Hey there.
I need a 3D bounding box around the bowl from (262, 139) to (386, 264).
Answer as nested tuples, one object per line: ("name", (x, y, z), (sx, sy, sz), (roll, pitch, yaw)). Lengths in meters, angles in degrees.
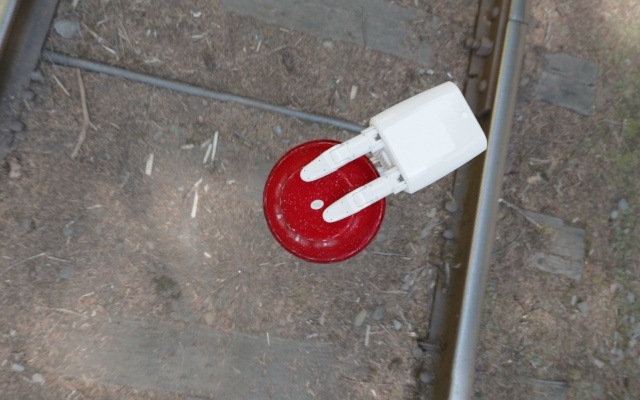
("bowl", (-0.001, 0.003, 0.593), (0.162, 0.162, 0.055), (0, 1, 8))
